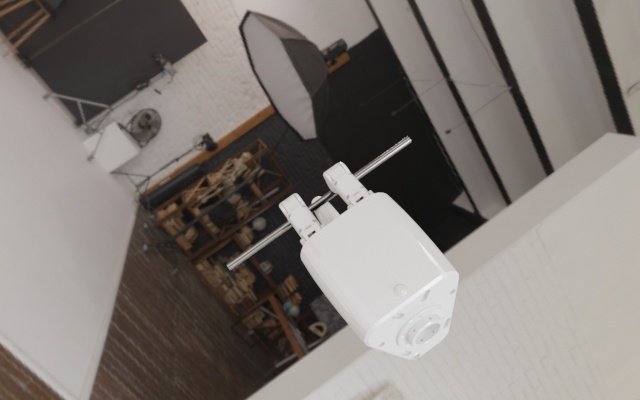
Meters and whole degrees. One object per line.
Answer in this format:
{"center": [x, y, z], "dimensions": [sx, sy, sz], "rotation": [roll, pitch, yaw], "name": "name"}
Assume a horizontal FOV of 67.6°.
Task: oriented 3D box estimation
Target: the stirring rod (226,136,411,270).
{"center": [0.000, 0.002, 0.517], "dimensions": [0.239, 0.011, 0.011], "rotation": [-35, 3, -5], "name": "stirring rod"}
